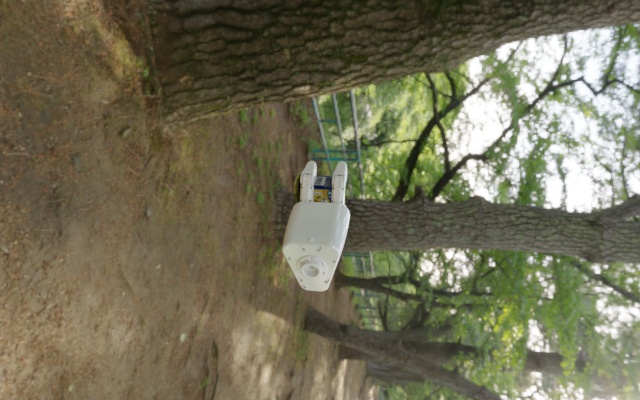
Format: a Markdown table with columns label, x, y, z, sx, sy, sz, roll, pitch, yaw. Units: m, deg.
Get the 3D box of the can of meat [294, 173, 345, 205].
| label | x | y | z | sx | sy | sz | roll | pitch | yaw |
| --- | --- | --- | --- | --- | --- | --- | --- | --- | --- |
| can of meat | 0.000 | 0.003 | 0.869 | 0.084 | 0.102 | 0.057 | 3 | 32 | 10 |
